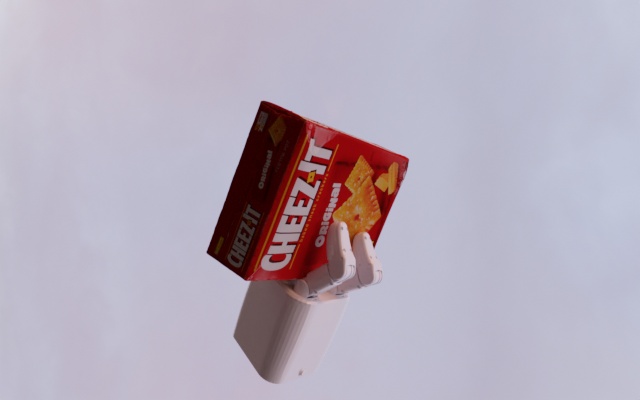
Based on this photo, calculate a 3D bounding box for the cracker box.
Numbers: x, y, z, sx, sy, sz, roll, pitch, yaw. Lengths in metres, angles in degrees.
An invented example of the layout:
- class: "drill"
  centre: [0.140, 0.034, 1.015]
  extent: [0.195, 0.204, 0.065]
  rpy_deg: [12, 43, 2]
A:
- class: "cracker box"
  centre: [0.000, 0.002, 0.530]
  extent: [0.072, 0.164, 0.214]
  rpy_deg: [27, 11, 35]
